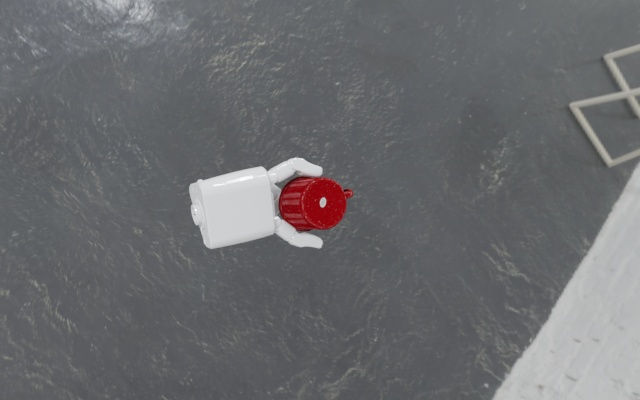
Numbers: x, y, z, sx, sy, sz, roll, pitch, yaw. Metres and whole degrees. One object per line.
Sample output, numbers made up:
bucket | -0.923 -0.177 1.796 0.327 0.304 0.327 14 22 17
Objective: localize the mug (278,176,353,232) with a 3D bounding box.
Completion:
mug | 0.002 0.002 0.773 0.117 0.093 0.081 -14 5 -25
